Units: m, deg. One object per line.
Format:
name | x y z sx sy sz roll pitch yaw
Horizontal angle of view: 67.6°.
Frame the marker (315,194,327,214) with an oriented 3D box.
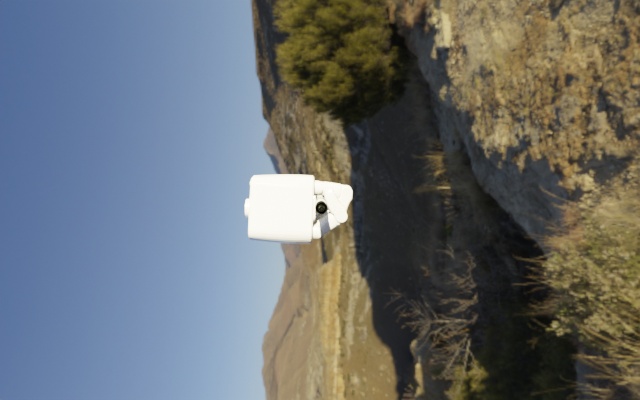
marker | 0.000 0.003 0.776 0.020 0.020 0.121 0 10 -1
